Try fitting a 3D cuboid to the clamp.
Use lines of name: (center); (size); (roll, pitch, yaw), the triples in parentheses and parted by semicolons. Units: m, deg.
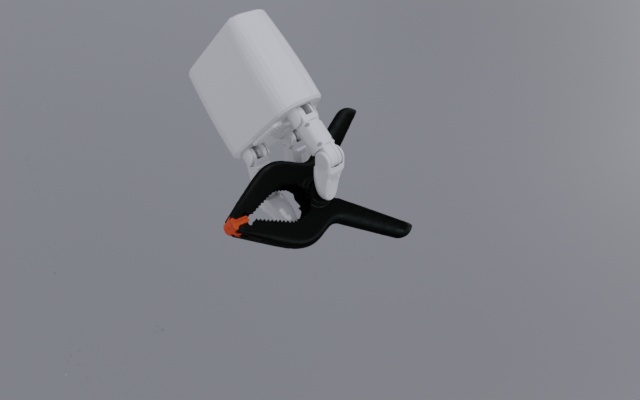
clamp: (0.000, 0.001, 0.508); (0.210, 0.164, 0.036); (-30, -3, -33)
